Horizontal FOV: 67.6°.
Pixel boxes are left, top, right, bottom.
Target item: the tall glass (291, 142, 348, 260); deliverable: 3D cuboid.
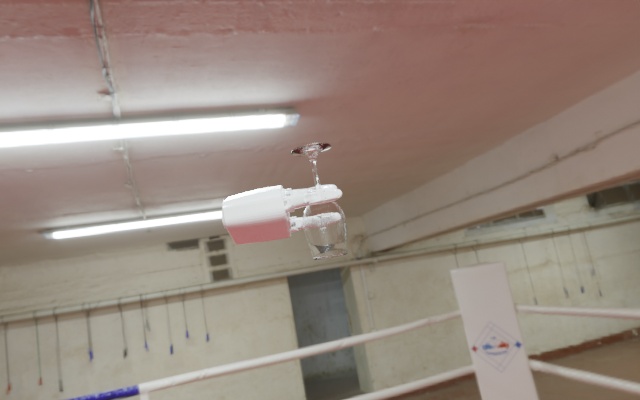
[{"bbox_3d":[0.000,0.002,0.858,0.079,0.201,0.079,-10,-10,-2],"label":"tall glass"}]
